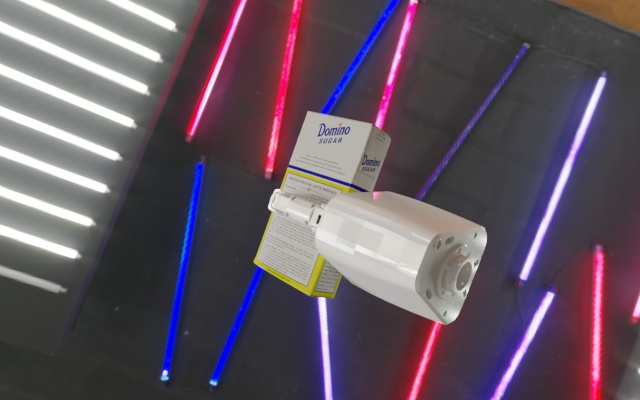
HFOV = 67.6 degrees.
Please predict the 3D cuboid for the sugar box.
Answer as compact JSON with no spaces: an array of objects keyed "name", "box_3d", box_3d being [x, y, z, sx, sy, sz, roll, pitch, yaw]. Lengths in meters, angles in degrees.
[{"name":"sugar box","box_3d":[0.000,0.002,0.496,0.093,0.176,0.048,21,-2,40]}]
